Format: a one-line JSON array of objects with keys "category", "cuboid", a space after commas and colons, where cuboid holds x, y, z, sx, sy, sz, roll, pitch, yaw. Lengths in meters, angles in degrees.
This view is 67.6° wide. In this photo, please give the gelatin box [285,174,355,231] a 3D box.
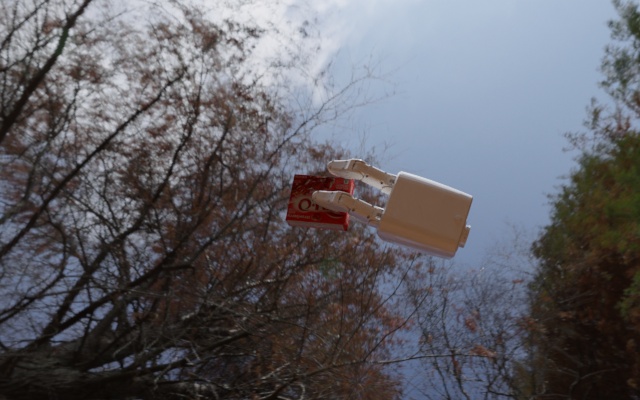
[{"category": "gelatin box", "cuboid": [0.000, 0.002, 0.689, 0.089, 0.073, 0.030, 5, -22, 13]}]
